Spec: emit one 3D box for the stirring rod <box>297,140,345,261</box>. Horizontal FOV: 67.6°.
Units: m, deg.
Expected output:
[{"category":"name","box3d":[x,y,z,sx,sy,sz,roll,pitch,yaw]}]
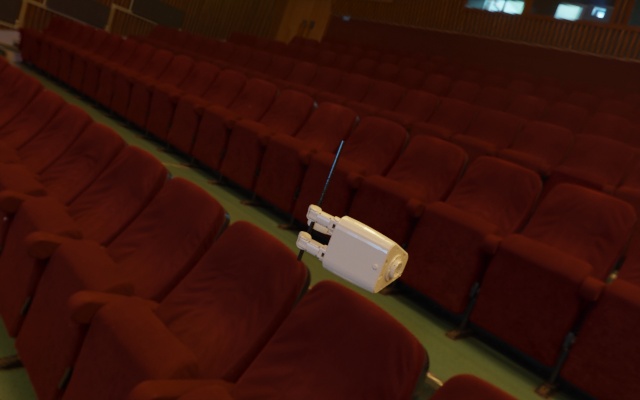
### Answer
[{"category":"stirring rod","box3d":[0.000,0.003,0.888,0.011,0.239,0.011,20,9,-3]}]
